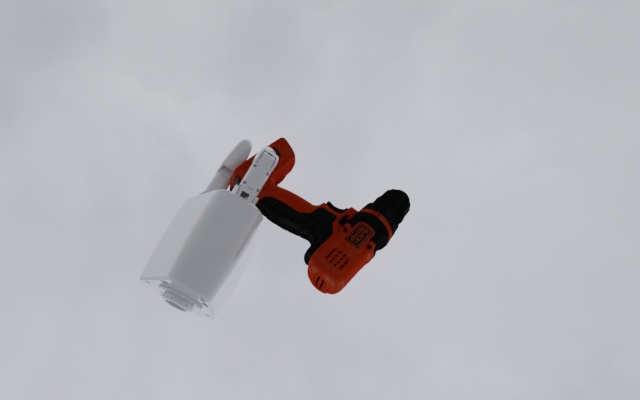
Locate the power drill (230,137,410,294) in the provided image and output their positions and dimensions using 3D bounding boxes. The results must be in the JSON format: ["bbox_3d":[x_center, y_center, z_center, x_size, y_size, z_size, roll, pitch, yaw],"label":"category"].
[{"bbox_3d":[0.000,0.002,0.576,0.187,0.057,0.184,35,47,16],"label":"power drill"}]
